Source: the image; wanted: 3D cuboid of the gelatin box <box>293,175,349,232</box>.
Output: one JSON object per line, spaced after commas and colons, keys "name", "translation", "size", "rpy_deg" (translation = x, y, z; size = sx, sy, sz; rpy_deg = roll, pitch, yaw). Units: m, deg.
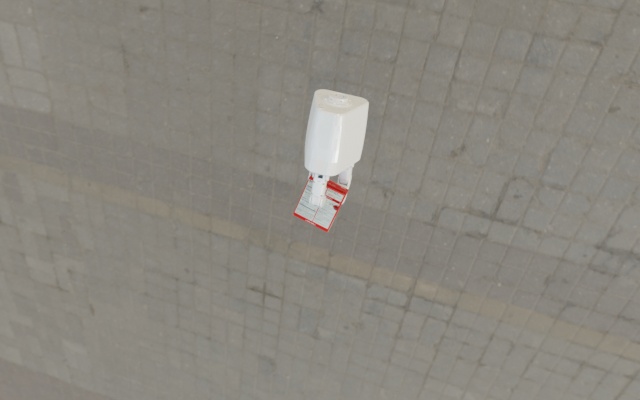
{"name": "gelatin box", "translation": [0.000, 0.003, 0.868], "size": [0.073, 0.089, 0.030], "rpy_deg": [26, 28, 3]}
